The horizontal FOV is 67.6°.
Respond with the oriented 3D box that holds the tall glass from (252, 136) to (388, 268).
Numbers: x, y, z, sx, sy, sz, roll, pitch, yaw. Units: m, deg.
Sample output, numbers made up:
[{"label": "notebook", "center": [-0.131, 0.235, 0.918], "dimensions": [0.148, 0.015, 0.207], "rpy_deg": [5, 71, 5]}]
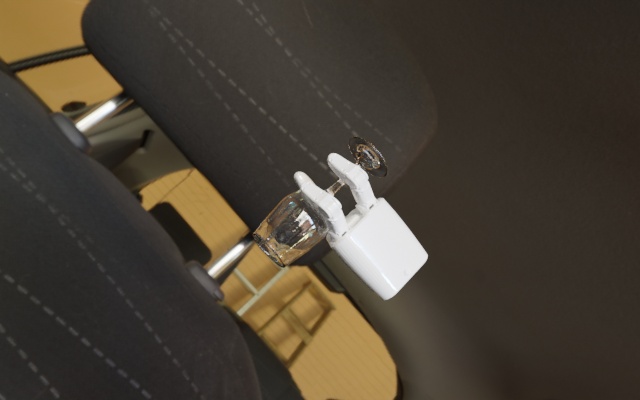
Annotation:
[{"label": "tall glass", "center": [0.000, 0.002, 0.659], "dimensions": [0.201, 0.079, 0.079], "rpy_deg": [-43, 15, -17]}]
